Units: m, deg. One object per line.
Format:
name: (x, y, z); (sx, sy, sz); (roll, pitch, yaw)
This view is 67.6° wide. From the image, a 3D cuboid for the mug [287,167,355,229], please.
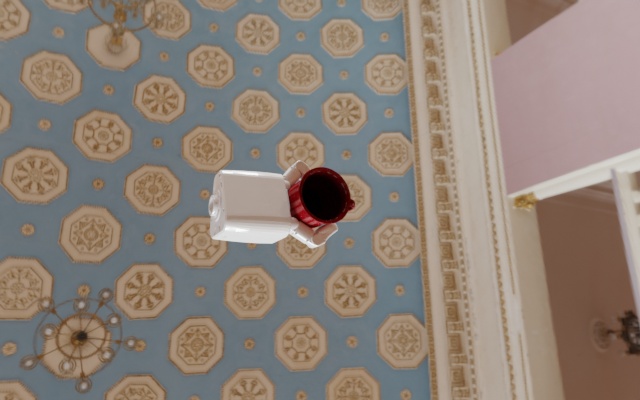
mug: (0.001, 0.003, 0.789); (0.117, 0.093, 0.081); (7, -17, -27)
